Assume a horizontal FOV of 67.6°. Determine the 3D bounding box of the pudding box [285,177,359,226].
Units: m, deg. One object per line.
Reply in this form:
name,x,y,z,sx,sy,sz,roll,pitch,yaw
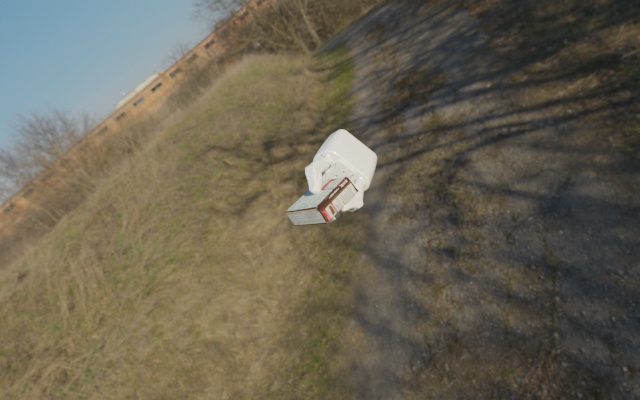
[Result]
pudding box,0.000,0.003,0.850,0.090,0.039,0.113,-46,18,-27
